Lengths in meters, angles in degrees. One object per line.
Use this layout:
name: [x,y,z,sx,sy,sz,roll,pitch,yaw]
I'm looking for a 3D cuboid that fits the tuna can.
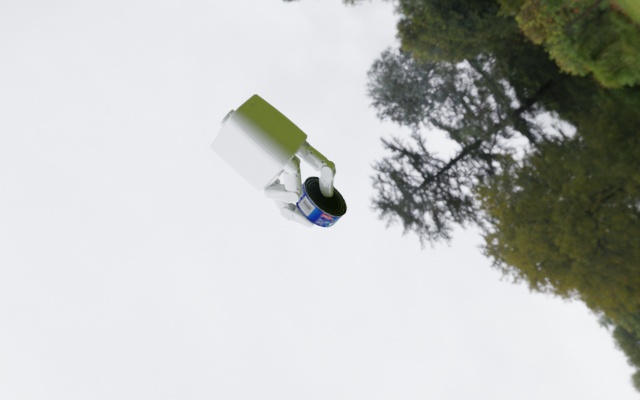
tuna can: [0.000,0.003,0.784,0.086,0.086,0.034,0,-40,-49]
